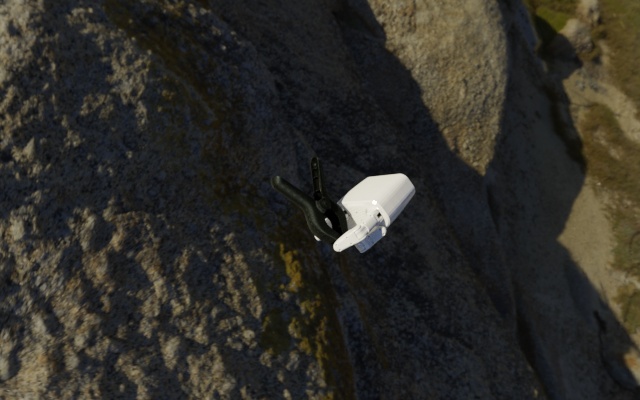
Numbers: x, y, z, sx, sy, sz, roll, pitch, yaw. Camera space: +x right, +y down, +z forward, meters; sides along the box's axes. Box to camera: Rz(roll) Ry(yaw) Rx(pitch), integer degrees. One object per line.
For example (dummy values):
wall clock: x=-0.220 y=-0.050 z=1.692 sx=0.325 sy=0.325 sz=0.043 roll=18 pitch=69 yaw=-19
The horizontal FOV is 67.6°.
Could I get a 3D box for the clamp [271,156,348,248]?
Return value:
clamp: x=0.000 y=0.003 z=0.834 sx=0.120 sy=0.171 sz=0.039 roll=-42 pitch=8 yaw=-37
